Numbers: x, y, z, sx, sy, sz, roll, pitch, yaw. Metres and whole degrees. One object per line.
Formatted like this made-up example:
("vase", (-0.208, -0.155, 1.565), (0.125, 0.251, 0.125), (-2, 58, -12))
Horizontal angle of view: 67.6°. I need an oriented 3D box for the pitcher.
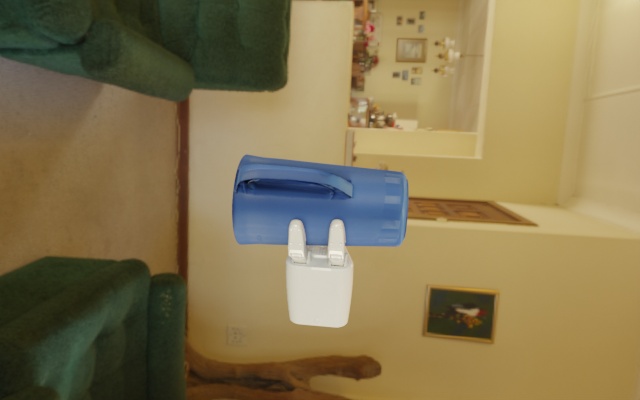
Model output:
("pitcher", (0.000, 0.002, 0.684), (0.243, 0.145, 0.149), (3, 22, 5))
